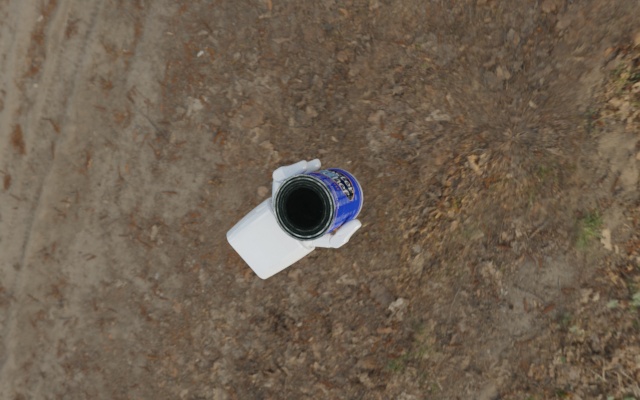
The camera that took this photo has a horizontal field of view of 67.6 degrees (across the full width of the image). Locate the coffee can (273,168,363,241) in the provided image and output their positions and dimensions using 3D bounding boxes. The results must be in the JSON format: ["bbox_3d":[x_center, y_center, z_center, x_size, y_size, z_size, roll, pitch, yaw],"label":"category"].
[{"bbox_3d":[0.000,0.002,0.776,0.103,0.103,0.140,0,7,22],"label":"coffee can"}]
